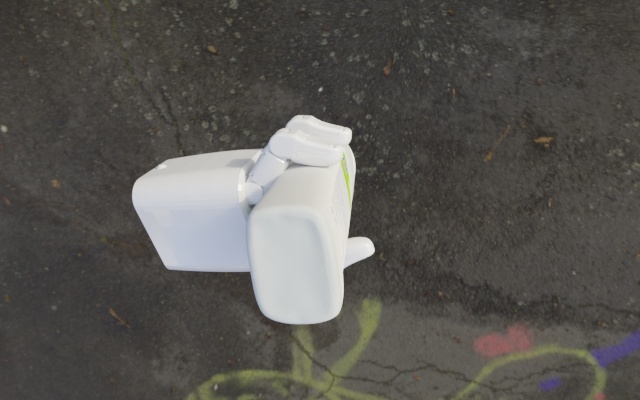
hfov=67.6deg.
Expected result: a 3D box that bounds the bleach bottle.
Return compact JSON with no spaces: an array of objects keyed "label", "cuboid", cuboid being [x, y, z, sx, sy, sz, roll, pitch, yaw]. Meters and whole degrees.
[{"label":"bleach bottle","cuboid":[0.000,0.001,0.454,0.068,0.103,0.250,-3,21,11]}]
